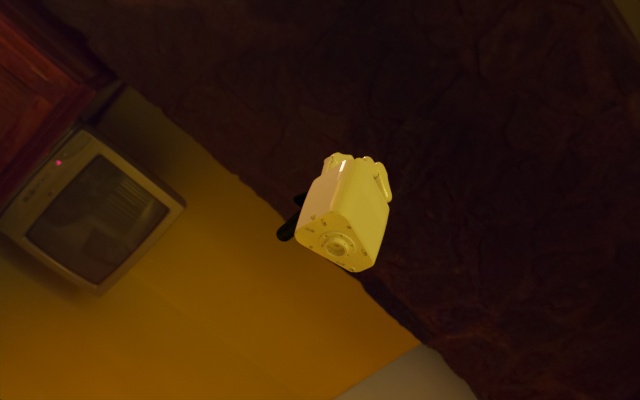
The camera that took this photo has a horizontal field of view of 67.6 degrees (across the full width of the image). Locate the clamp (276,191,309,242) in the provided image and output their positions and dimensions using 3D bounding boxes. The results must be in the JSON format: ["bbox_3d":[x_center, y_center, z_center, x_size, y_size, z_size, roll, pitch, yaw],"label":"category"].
[{"bbox_3d":[0.001,0.003,0.753,0.039,0.120,0.171,43,-49,-20],"label":"clamp"}]
